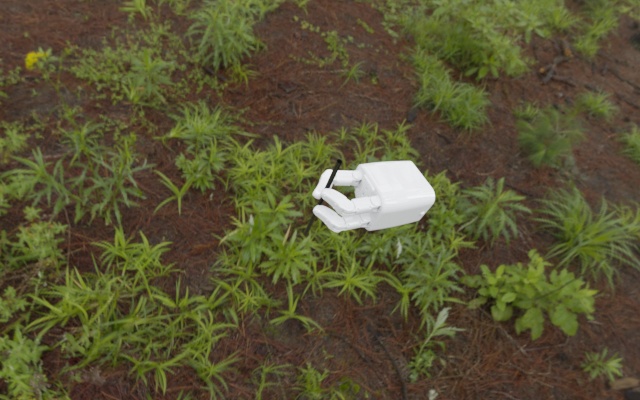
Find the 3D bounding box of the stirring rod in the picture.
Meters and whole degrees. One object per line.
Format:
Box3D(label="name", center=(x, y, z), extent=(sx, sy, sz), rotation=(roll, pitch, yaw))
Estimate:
Box3D(label="stirring rod", center=(0.000, 0.003, 0.821), extent=(0.011, 0.011, 0.240), rotation=(0, -31, -16))
